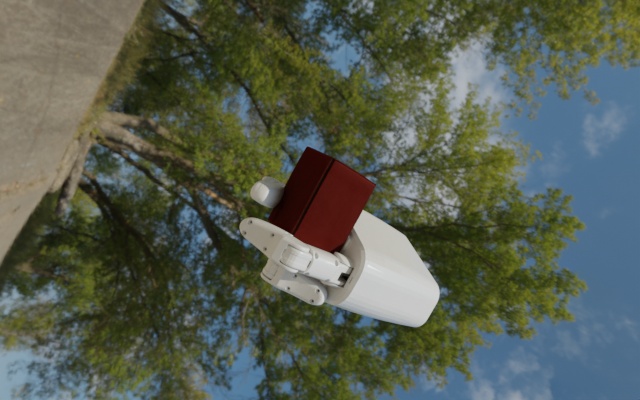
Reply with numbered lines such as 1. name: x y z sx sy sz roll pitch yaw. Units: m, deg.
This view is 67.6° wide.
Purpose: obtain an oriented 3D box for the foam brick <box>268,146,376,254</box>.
1. foam brick: 0.000 0.001 0.413 0.051 0.078 0.053 25 6 -31
